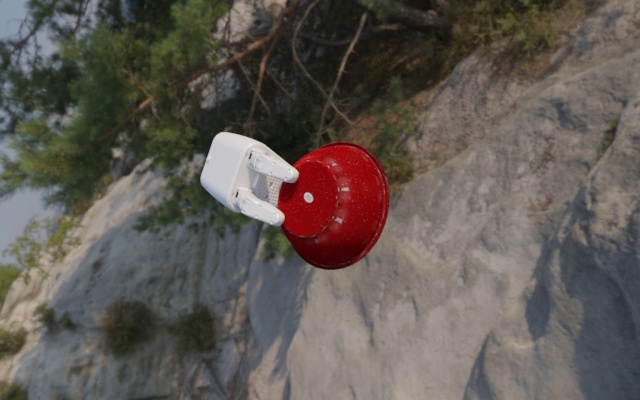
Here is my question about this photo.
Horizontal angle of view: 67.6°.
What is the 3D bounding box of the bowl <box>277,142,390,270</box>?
[{"bbox_3d":[0.001,0.002,0.575,0.162,0.162,0.055,0,-9,38],"label":"bowl"}]
